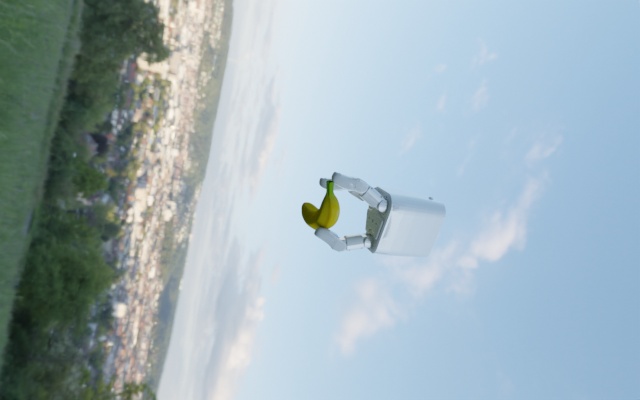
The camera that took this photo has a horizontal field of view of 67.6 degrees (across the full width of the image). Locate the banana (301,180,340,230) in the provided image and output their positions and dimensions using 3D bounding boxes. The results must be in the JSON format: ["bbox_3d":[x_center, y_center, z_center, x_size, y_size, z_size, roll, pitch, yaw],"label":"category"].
[{"bbox_3d":[0.000,0.020,0.837,0.037,0.069,0.198,5,-13,-15],"label":"banana"}]
